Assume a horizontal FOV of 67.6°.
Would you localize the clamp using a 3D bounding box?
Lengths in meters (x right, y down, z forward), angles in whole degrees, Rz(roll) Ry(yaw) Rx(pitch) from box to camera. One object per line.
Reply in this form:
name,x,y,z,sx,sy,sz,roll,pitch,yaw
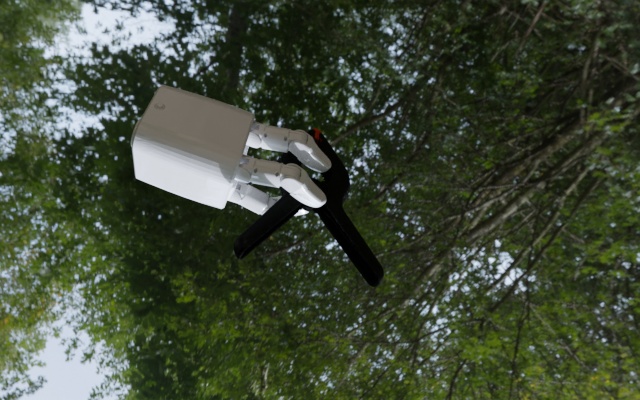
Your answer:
clamp,0.000,0.002,0.554,0.164,0.209,0.036,20,-42,-13
